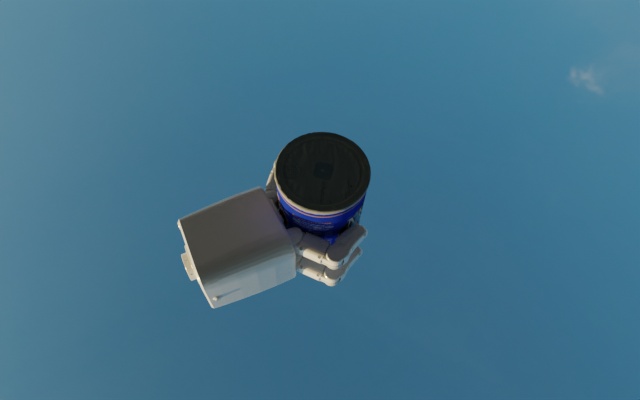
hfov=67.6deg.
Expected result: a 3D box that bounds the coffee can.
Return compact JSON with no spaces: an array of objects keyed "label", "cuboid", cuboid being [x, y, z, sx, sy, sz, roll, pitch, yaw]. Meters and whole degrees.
[{"label":"coffee can","cuboid":[0.000,0.002,0.566,0.103,0.102,0.140,0,-30,-2]}]
